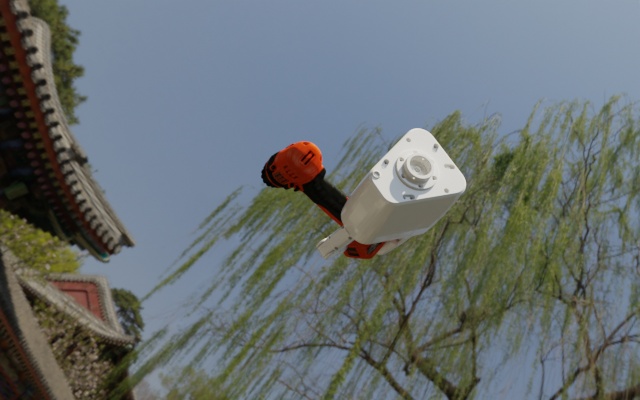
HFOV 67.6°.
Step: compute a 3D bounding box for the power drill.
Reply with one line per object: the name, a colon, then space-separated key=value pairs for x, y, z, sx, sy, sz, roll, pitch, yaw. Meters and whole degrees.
power drill: x=0.001 y=0.002 z=0.673 sx=0.188 sy=0.057 sz=0.184 roll=43 pitch=-15 yaw=-12
